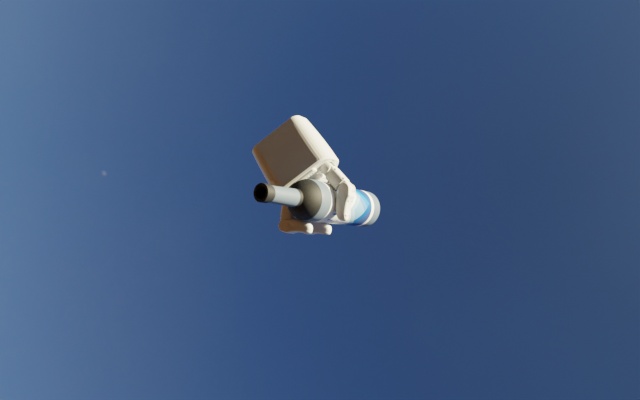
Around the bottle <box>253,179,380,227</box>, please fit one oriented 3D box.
[{"bbox_3d":[0.000,0.003,0.776,0.069,0.069,0.296,0,-5,34],"label":"bottle"}]
